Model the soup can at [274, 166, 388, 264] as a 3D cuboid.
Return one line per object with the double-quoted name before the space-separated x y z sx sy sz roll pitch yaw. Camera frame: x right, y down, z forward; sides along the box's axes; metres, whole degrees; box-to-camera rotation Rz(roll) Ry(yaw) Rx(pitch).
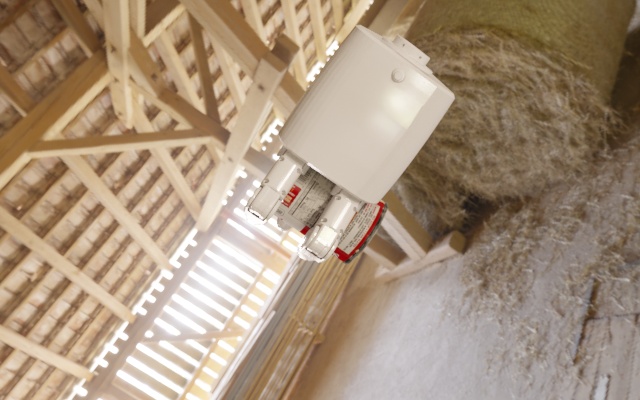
"soup can" 0.000 0.002 0.431 0.102 0.068 0.068 35 -4 -5
